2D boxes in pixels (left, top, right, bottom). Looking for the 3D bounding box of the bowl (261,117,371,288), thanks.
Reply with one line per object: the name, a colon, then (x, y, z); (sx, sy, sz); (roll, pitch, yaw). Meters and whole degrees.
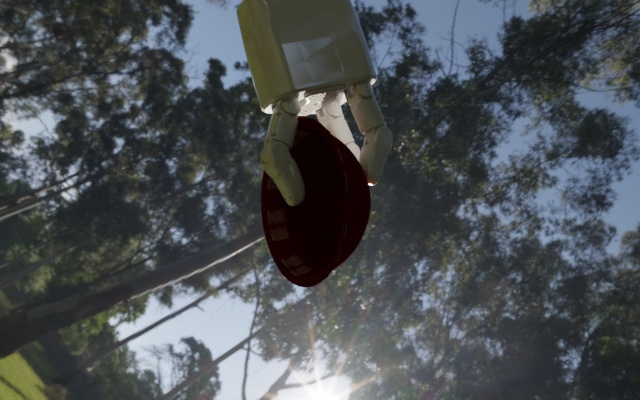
bowl: (0.000, 0.003, 0.469); (0.055, 0.162, 0.162); (0, 0, -33)
